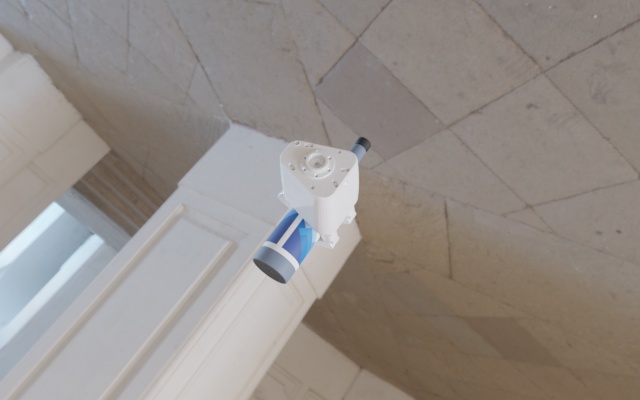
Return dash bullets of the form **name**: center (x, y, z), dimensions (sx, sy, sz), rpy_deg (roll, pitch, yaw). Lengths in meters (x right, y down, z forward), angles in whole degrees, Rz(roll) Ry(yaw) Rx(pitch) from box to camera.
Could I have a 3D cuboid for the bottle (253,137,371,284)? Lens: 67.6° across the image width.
- **bottle**: center (0.000, 0.003, 0.805), dimensions (0.069, 0.295, 0.069), rpy_deg (30, -25, 15)
